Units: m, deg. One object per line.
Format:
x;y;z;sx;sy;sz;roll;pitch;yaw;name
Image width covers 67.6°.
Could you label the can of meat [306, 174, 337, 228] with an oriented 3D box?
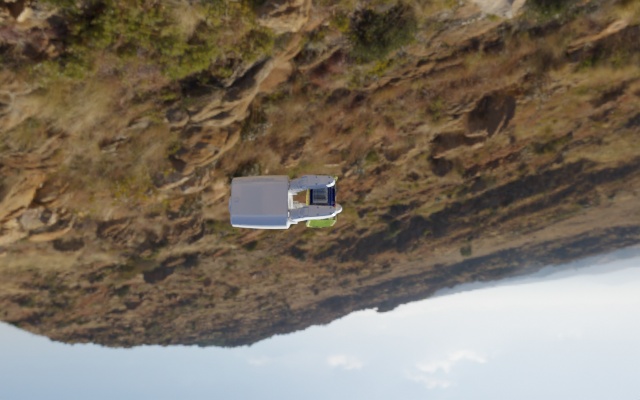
0.000;0.003;0.900;0.057;0.084;0.102;1;-11;-4;can of meat
